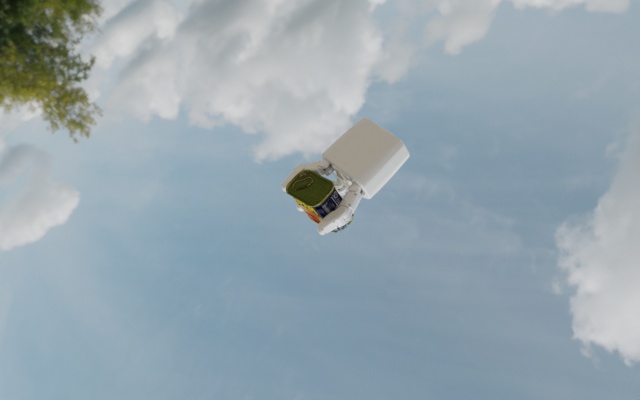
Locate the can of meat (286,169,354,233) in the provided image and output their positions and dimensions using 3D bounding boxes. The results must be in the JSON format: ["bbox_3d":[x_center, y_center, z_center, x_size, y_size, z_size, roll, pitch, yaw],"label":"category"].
[{"bbox_3d":[0.000,0.003,0.825,0.102,0.057,0.084,29,-18,49],"label":"can of meat"}]
